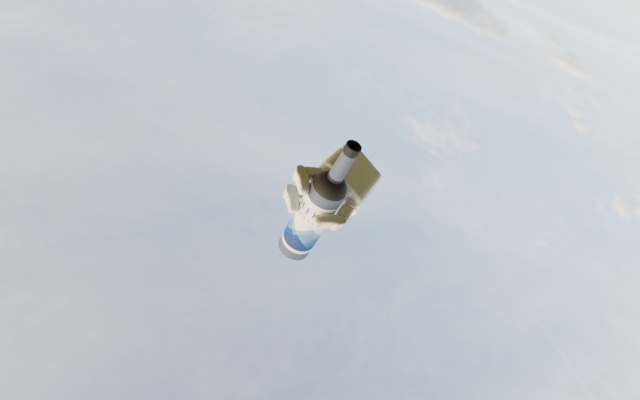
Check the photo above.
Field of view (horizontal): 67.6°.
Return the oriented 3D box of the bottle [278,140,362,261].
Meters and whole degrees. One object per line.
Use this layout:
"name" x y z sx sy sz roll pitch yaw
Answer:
"bottle" 0.000 0.003 0.868 0.069 0.069 0.296 0 -38 -28
